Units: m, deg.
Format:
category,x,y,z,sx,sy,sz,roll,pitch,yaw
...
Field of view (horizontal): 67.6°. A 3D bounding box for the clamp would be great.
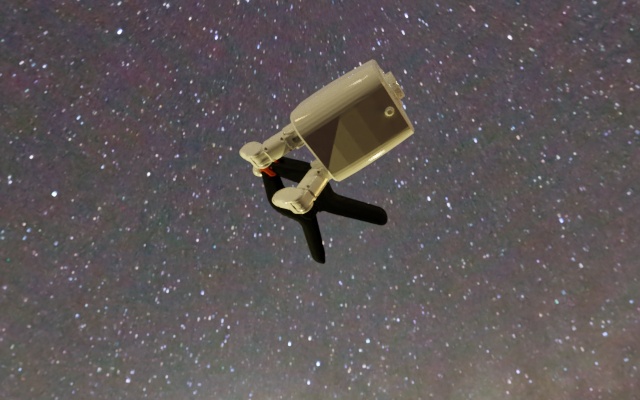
category,x,y,z,sx,sy,sz,roll,pitch,yaw
clamp,0.000,0.002,0.596,0.120,0.171,0.039,-31,31,16
